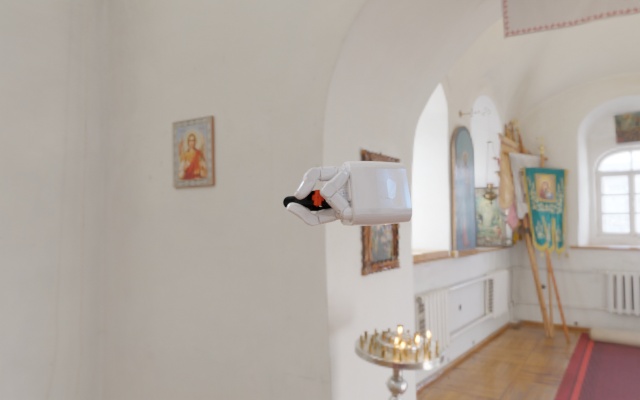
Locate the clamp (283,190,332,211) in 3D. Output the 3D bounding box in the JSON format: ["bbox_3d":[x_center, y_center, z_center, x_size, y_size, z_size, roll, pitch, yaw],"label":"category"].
[{"bbox_3d":[0.000,0.002,0.889,0.120,0.039,0.171,-1,-1,-13],"label":"clamp"}]
